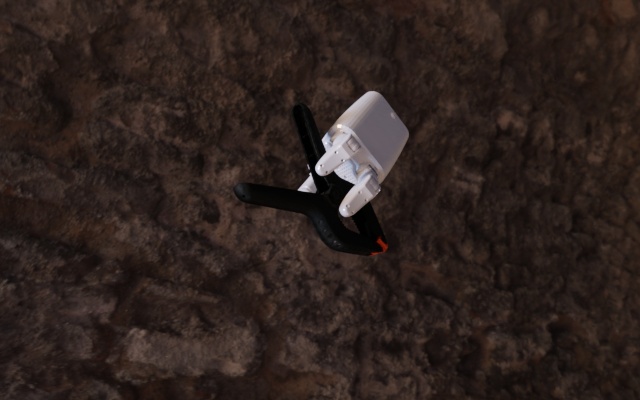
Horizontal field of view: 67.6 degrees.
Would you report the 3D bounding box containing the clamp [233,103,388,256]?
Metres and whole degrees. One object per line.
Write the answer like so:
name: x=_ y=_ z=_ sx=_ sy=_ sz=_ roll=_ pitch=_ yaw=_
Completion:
clamp: x=0.000 y=0.002 z=0.577 sx=0.036 sy=0.210 sz=0.164 roll=-24 pitch=21 yaw=48
